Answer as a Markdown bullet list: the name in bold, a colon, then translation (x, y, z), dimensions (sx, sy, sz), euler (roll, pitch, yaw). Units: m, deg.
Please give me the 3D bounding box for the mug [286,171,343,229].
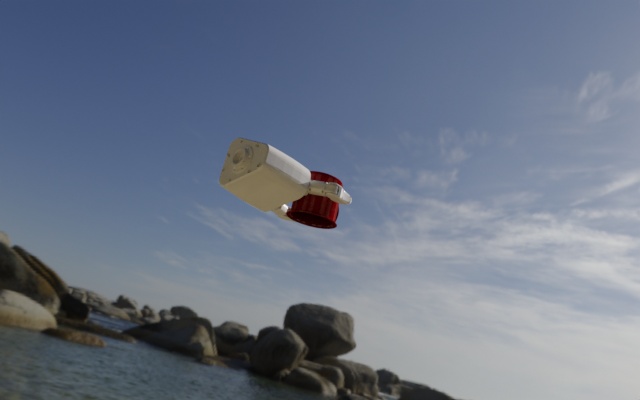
- **mug**: translation (0.001, 0.003, 0.871), dimensions (0.093, 0.081, 0.117), euler (0, -22, 38)
